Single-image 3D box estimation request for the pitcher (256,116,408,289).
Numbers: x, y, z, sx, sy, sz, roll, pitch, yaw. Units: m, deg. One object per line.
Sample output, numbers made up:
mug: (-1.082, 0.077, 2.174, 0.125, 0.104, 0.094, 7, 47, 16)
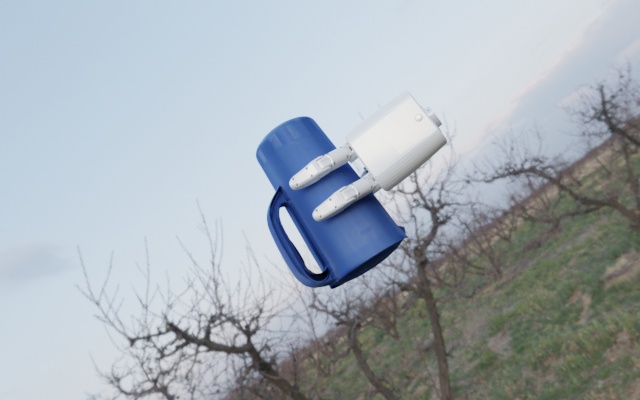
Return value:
pitcher: (0.000, 0.002, 0.701, 0.145, 0.242, 0.149, -38, -14, 15)
